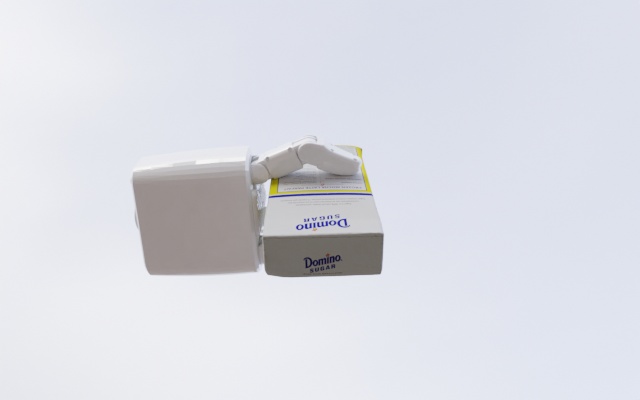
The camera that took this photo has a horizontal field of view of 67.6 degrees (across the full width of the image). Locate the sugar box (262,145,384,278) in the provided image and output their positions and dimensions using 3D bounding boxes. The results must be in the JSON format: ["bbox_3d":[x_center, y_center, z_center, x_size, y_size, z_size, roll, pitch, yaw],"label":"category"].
[{"bbox_3d":[0.000,0.002,0.436,0.093,0.048,0.176,-1,31,0],"label":"sugar box"}]
